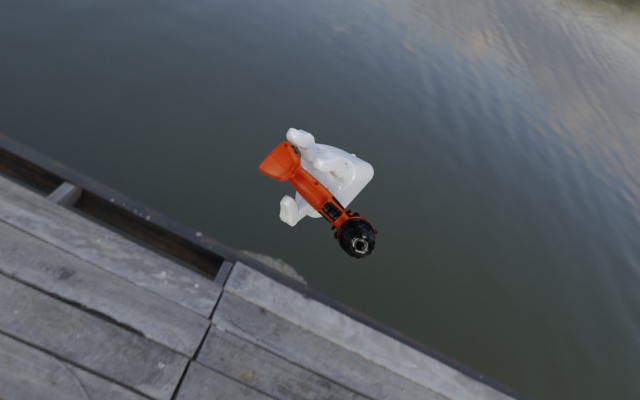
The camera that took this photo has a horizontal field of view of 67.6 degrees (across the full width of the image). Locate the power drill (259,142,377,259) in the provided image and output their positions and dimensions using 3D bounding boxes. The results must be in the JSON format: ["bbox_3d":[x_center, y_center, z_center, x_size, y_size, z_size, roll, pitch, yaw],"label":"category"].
[{"bbox_3d":[0.000,0.002,0.664,0.057,0.187,0.184,-45,2,1],"label":"power drill"}]
